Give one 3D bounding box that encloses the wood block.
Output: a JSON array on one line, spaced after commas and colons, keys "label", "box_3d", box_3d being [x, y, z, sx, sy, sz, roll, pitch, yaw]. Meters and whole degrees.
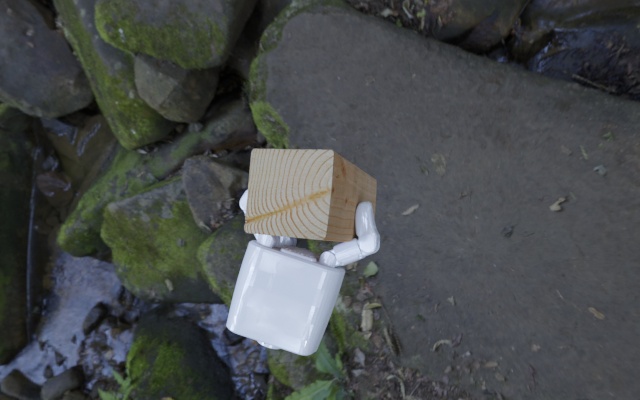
[{"label": "wood block", "box_3d": [0.000, 0.002, 0.569, 0.091, 0.090, 0.206, 4, -4, 18]}]
